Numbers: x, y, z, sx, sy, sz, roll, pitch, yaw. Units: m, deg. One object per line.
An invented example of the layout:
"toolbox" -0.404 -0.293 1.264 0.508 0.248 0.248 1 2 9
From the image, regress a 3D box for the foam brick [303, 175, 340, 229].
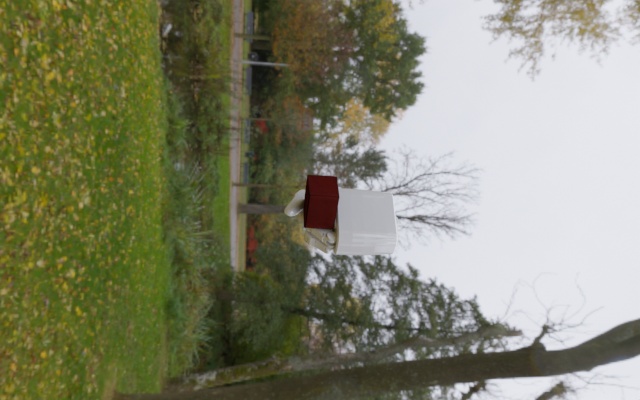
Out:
"foam brick" 0.000 0.002 0.798 0.051 0.078 0.053 3 44 -6
